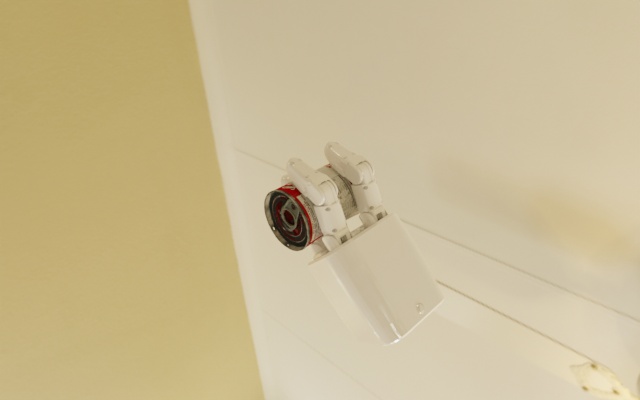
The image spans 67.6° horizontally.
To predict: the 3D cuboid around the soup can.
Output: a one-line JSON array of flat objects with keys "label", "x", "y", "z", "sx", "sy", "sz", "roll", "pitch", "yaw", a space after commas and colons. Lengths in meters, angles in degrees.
[{"label": "soup can", "x": 0.000, "y": 0.001, "z": 0.514, "sx": 0.102, "sy": 0.068, "sz": 0.068, "roll": -29, "pitch": 18, "yaw": -36}]
